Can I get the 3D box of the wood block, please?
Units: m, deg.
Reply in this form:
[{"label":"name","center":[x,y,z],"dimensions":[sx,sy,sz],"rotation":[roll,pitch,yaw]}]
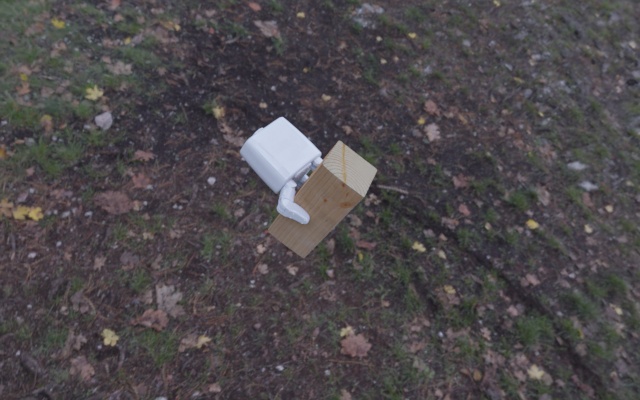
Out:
[{"label":"wood block","center":[0.000,0.003,0.877],"dimensions":[0.206,0.090,0.090],"rotation":[-49,6,41]}]
